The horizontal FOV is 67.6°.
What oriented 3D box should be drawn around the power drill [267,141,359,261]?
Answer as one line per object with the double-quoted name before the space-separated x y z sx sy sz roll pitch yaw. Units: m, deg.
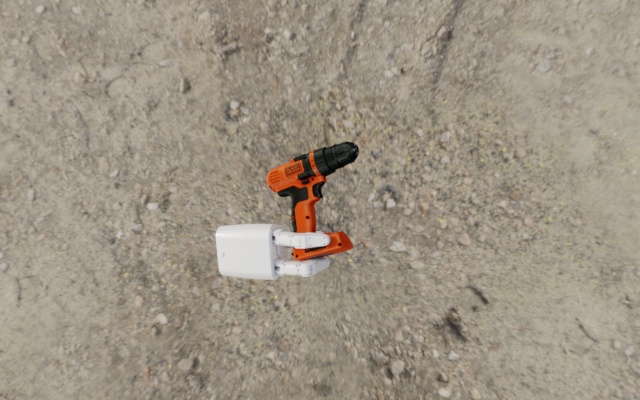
"power drill" 0.000 0.003 0.842 0.184 0.187 0.057 -20 -17 26
